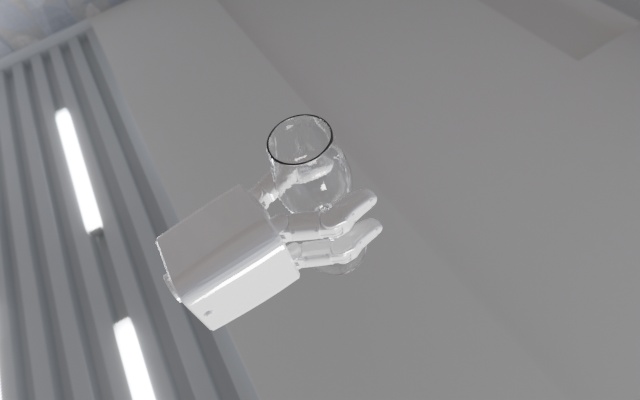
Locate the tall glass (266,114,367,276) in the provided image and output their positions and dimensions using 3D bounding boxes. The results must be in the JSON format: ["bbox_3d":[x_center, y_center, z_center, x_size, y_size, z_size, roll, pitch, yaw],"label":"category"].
[{"bbox_3d":[0.000,0.002,0.508,0.079,0.079,0.201,0,-35,14],"label":"tall glass"}]
